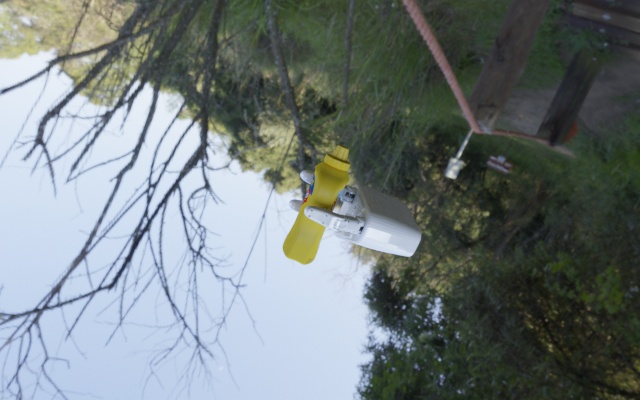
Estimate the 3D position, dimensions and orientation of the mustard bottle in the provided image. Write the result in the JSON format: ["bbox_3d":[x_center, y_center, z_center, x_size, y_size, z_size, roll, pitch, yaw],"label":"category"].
[{"bbox_3d":[0.000,0.003,0.763,0.058,0.192,0.096,24,13,0],"label":"mustard bottle"}]
